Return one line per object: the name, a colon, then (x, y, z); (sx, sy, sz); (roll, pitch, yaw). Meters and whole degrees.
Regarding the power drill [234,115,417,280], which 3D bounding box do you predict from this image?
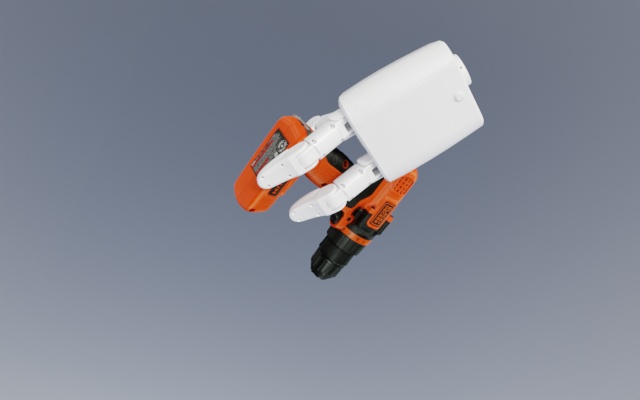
power drill: (0.000, 0.001, 0.539); (0.188, 0.184, 0.057); (24, 19, -40)
